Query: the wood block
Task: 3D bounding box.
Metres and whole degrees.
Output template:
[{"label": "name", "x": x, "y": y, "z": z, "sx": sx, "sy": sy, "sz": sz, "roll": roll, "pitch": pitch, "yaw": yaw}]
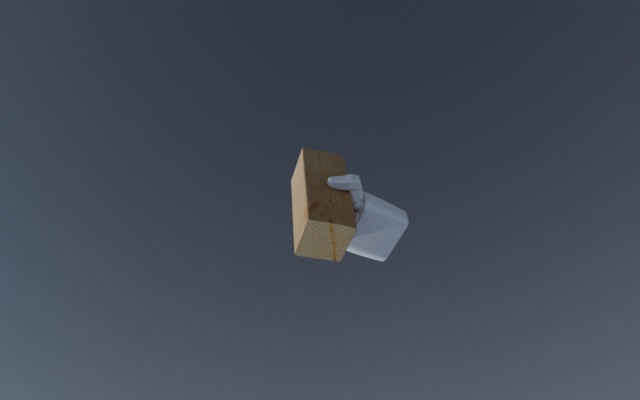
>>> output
[{"label": "wood block", "x": 0.001, "y": 0.003, "z": 0.898, "sx": 0.090, "sy": 0.091, "sz": 0.206, "roll": 11, "pitch": 39, "yaw": -15}]
